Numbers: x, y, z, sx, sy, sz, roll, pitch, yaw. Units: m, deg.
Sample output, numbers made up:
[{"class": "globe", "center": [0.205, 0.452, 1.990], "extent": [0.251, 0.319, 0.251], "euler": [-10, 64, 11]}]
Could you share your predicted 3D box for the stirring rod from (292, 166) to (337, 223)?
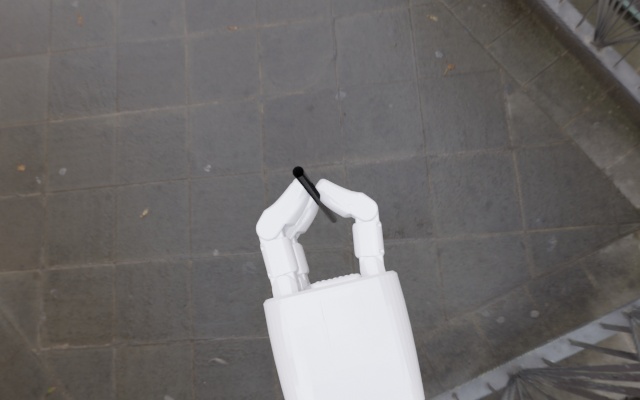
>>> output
[{"class": "stirring rod", "center": [0.000, 0.002, 0.446], "extent": [0.011, 0.011, 0.239], "euler": [0, -10, 7]}]
